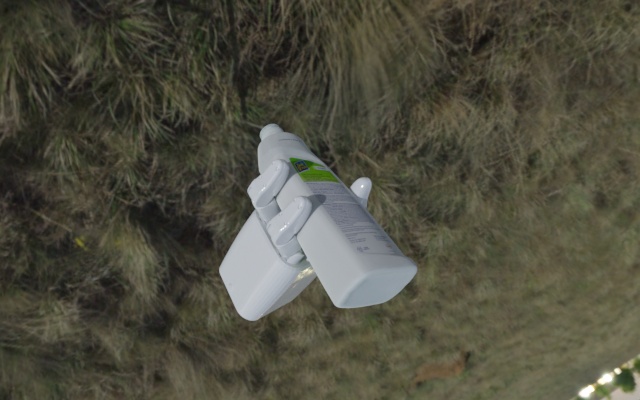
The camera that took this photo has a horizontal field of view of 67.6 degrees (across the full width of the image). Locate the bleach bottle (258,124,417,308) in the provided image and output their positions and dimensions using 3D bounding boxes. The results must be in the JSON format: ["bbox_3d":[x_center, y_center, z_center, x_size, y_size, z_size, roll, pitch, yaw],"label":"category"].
[{"bbox_3d":[0.000,0.002,0.550,0.102,0.250,0.068,5,-48,-45],"label":"bleach bottle"}]
